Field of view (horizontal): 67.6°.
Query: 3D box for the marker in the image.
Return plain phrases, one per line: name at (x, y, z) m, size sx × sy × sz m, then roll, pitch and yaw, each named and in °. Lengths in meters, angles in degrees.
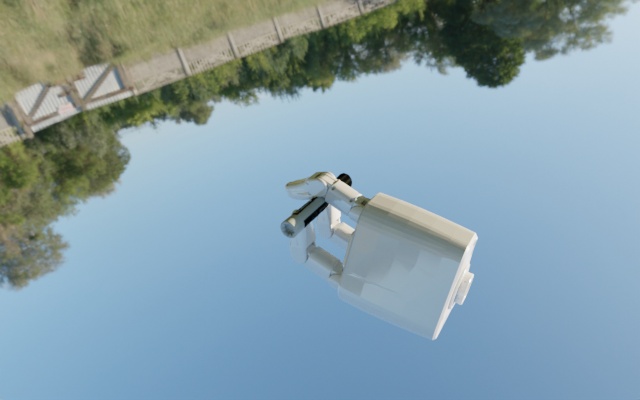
marker at (0.000, 0.002, 0.500) m, size 0.020 × 0.020 × 0.121 m, roll 0°, pitch 26°, yaw 35°
